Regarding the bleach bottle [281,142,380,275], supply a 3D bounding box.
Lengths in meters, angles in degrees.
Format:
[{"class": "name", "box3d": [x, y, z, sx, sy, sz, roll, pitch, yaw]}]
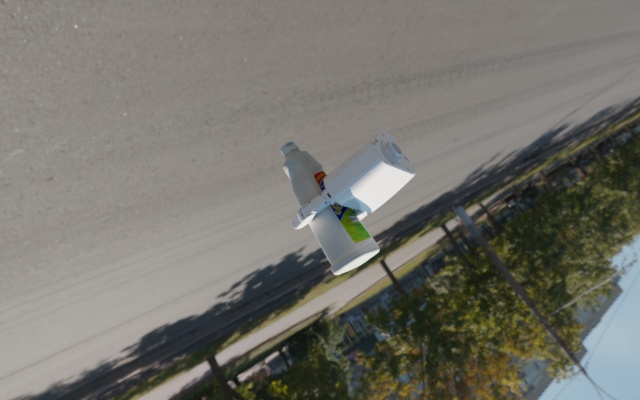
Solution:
[{"class": "bleach bottle", "box3d": [0.000, 0.003, 0.836, 0.068, 0.250, 0.102, -41, -17, 28]}]
